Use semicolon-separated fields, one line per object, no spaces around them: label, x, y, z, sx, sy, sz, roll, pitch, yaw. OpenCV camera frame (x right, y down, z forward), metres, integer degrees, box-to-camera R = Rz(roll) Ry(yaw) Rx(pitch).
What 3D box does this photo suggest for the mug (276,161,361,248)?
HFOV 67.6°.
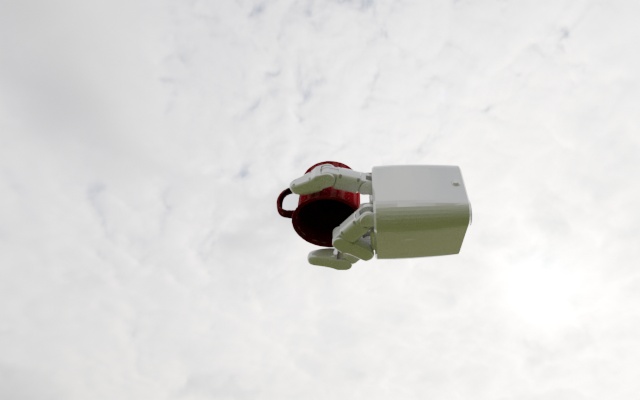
mug;-0.001;0.002;0.634;0.117;0.093;0.081;-1;43;6
